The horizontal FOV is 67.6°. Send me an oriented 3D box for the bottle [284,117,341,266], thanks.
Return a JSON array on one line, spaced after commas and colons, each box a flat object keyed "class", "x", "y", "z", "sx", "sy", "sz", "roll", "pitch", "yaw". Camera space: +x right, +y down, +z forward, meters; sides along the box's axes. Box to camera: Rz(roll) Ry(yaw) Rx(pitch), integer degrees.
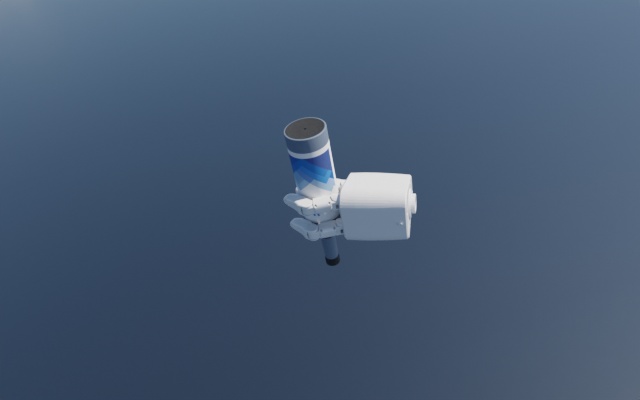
[{"class": "bottle", "x": 0.000, "y": 0.002, "z": 0.818, "sx": 0.069, "sy": 0.296, "sz": 0.069, "roll": -7, "pitch": 39, "yaw": 6}]
